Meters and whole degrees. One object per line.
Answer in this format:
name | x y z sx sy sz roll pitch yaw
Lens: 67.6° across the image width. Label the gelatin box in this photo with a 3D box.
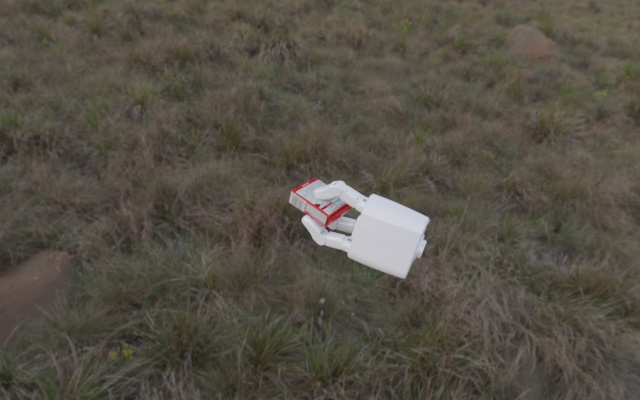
gelatin box | 0.000 0.002 0.855 0.089 0.030 0.073 34 39 22
